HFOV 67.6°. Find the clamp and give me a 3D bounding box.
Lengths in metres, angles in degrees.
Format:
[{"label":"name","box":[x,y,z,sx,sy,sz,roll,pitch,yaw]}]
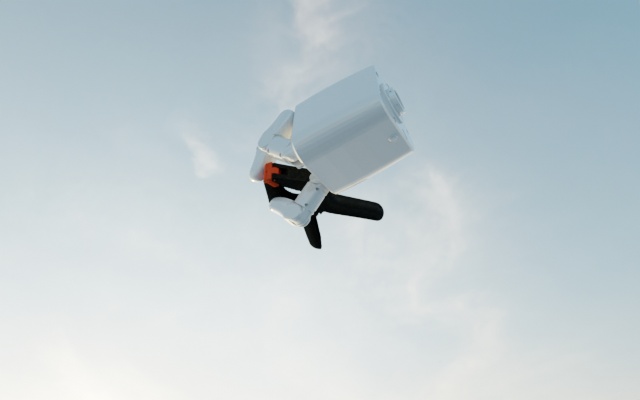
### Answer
[{"label":"clamp","box":[0.000,0.001,0.610,0.120,0.039,0.171,-27,-42,19]}]
